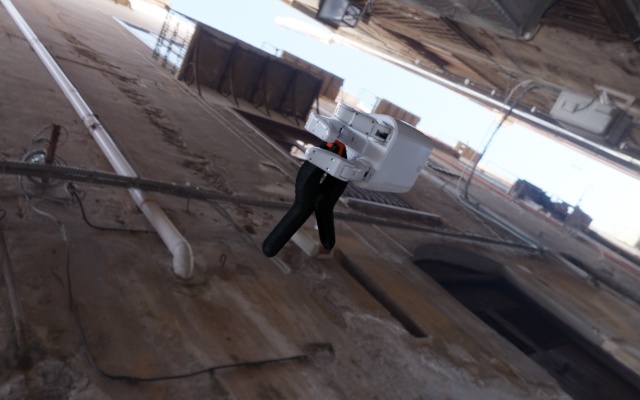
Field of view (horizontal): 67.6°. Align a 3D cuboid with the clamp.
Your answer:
[{"bbox_3d":[0.000,0.002,0.628,0.039,0.171,0.120,38,18,34],"label":"clamp"}]
